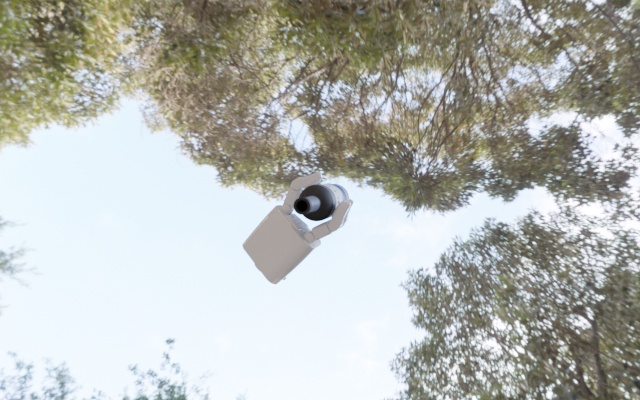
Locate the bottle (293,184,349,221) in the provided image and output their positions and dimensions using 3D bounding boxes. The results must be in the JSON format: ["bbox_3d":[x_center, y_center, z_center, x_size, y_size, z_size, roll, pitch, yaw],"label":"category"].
[{"bbox_3d":[0.000,0.003,0.890,0.069,0.069,0.295,0,2,12],"label":"bottle"}]
